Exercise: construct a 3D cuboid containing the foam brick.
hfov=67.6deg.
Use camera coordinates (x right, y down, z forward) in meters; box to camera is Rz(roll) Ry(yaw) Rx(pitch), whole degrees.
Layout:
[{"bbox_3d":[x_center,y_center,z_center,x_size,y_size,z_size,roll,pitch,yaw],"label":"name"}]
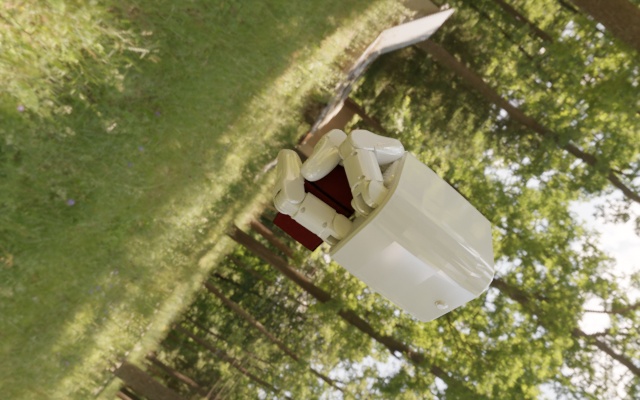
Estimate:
[{"bbox_3d":[0.000,0.002,0.449,0.051,0.053,0.078,37,-43,-5],"label":"foam brick"}]
